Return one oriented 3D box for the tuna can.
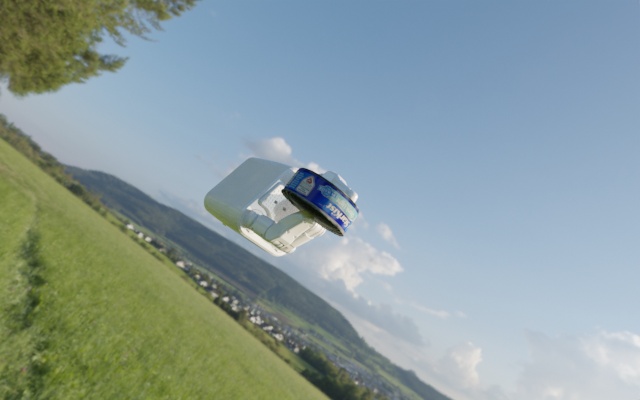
[{"bbox_3d":[0.000,0.001,0.531,0.086,0.033,0.086,35,-10,7],"label":"tuna can"}]
